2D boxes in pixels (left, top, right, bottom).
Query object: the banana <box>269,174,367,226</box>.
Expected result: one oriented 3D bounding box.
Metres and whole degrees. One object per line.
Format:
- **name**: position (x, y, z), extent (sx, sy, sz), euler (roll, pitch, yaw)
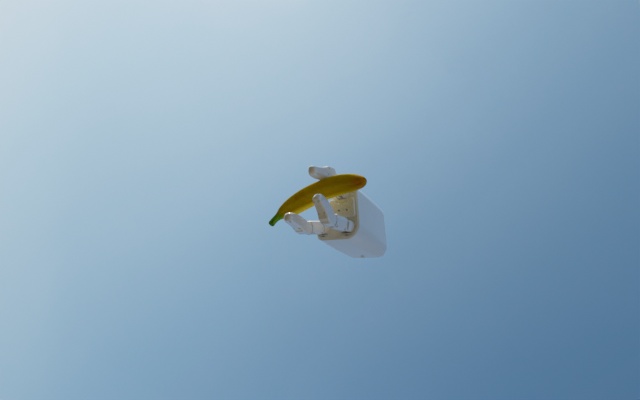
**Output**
- **banana**: position (-0.001, -0.008, 0.846), extent (0.198, 0.037, 0.069), euler (-26, 32, 23)
